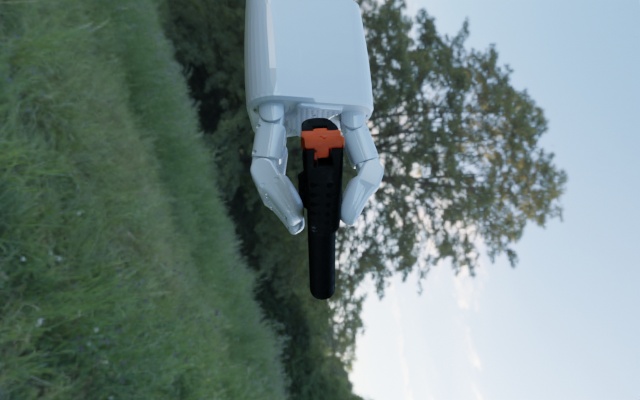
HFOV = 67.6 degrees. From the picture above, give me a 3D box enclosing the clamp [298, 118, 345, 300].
[{"bbox_3d":[0.001,0.001,0.409,0.036,0.164,0.210,-4,-11,-3],"label":"clamp"}]
